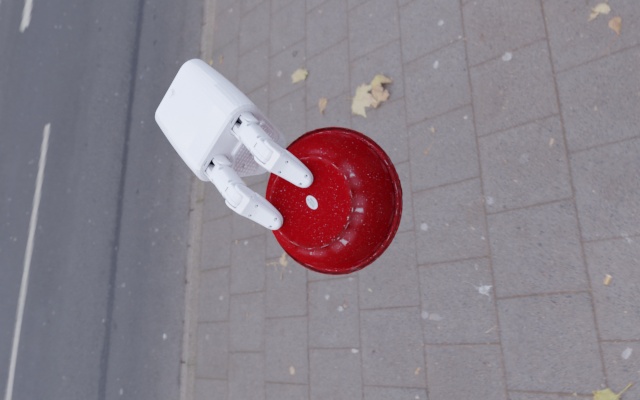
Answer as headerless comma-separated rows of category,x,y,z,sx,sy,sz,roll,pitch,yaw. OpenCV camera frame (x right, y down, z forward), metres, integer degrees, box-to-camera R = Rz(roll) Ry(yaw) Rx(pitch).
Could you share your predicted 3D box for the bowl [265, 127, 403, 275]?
bowl,0.001,0.002,0.496,0.162,0.162,0.055,0,2,24
